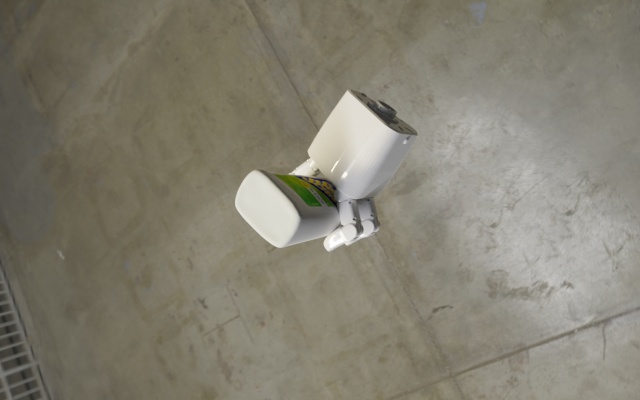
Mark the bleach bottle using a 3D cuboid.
[{"bbox_3d":[0.000,0.002,0.681,0.102,0.068,0.251,43,24,21],"label":"bleach bottle"}]
